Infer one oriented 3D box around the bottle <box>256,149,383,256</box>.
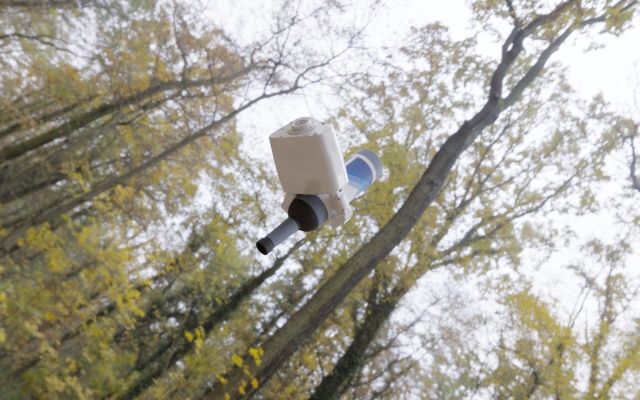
[{"bbox_3d":[0.000,0.003,0.847,0.069,0.069,0.295,0,30,49],"label":"bottle"}]
